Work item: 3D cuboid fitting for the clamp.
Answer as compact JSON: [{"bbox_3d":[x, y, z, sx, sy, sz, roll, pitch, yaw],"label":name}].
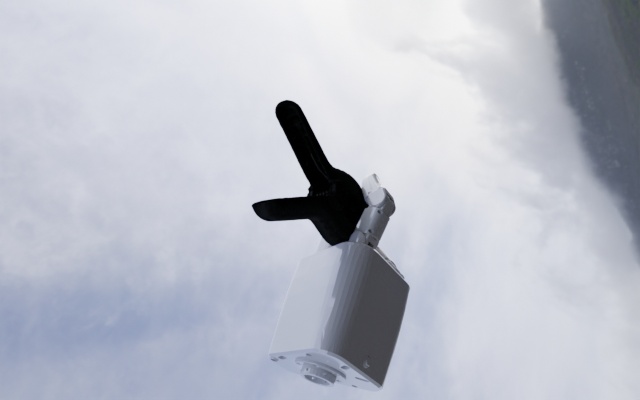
[{"bbox_3d":[0.000,0.002,0.451,0.039,0.120,0.171,-10,-44,40],"label":"clamp"}]
